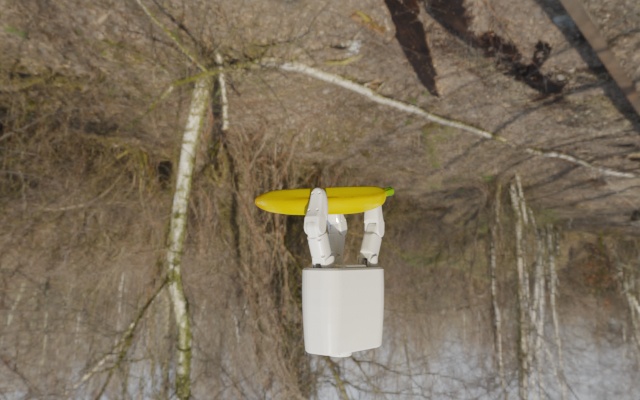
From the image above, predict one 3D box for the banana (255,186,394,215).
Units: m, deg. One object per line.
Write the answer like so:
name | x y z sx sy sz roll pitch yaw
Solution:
banana | 0.001 0.001 0.648 0.198 0.037 0.069 -2 -2 7
